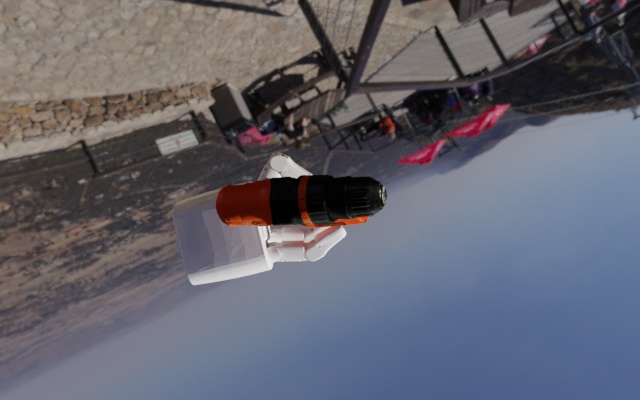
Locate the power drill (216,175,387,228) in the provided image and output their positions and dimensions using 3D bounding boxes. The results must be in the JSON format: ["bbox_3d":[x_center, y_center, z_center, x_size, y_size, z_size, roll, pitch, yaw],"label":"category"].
[{"bbox_3d":[0.000,0.002,0.558,0.184,0.057,0.187,-2,-4,20],"label":"power drill"}]
